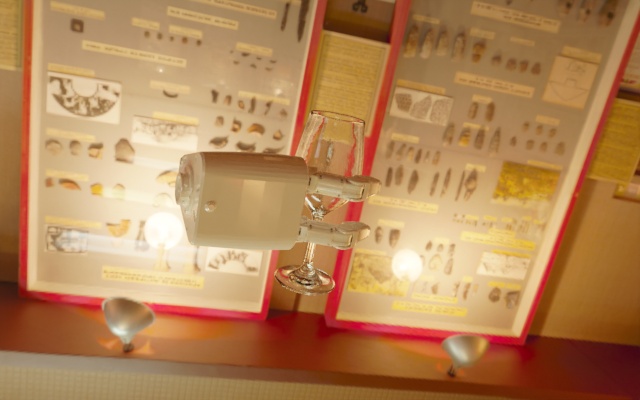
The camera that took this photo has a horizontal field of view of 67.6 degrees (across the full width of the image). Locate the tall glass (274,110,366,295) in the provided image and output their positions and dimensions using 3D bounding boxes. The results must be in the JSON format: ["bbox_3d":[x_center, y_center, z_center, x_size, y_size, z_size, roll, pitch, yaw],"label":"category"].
[{"bbox_3d":[0.000,0.002,0.548,0.079,0.201,0.079,11,16,-3],"label":"tall glass"}]
